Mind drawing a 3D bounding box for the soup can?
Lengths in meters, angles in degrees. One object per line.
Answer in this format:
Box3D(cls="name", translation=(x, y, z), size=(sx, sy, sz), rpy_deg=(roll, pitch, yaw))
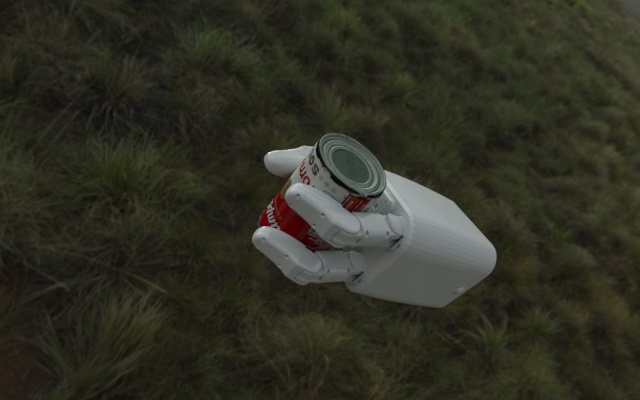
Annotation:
Box3D(cls="soup can", translation=(0.000, 0.001, 0.406), size=(0.068, 0.068, 0.102), rpy_deg=(0, -38, -41))
